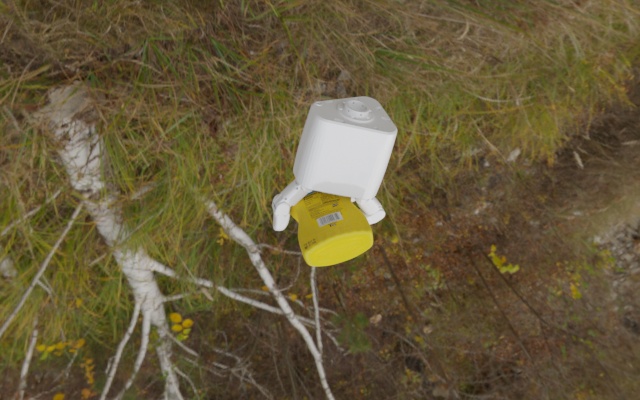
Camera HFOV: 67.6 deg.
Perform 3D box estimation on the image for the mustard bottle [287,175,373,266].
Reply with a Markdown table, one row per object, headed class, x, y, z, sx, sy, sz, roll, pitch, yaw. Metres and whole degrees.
| class | x | y | z | sx | sy | sz | roll | pitch | yaw |
| --- | --- | --- | --- | --- | --- | --- | --- | --- | --- |
| mustard bottle | 0.000 | 0.003 | 0.686 | 0.096 | 0.058 | 0.191 | -19 | 45 | -4 |
